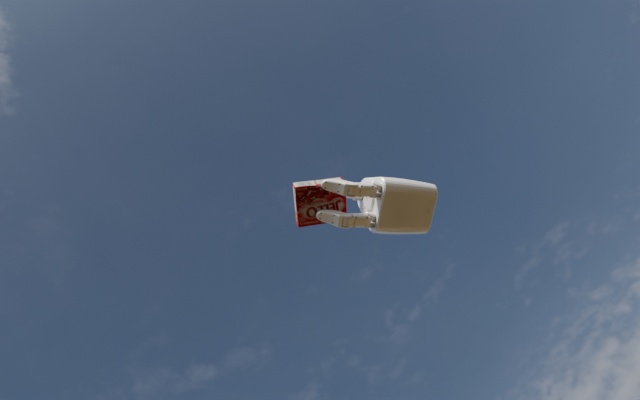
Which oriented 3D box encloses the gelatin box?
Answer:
[{"bbox_3d":[0.000,0.003,0.819,0.089,0.073,0.030,-7,20,-9],"label":"gelatin box"}]
